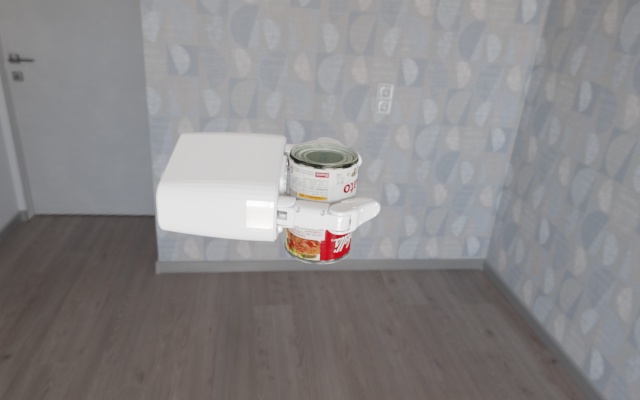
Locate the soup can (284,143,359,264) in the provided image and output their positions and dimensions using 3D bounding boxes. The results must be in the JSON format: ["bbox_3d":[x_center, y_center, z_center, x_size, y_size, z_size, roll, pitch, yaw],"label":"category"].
[{"bbox_3d":[0.001,0.001,0.470,0.068,0.102,0.068,4,24,-2],"label":"soup can"}]
